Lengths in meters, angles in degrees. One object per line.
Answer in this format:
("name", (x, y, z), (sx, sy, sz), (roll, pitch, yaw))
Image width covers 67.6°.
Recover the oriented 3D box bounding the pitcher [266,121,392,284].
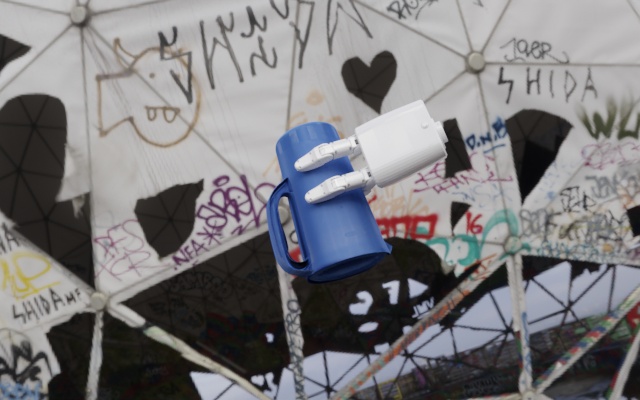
("pitcher", (0.000, 0.002, 0.753), (0.145, 0.242, 0.149), (-25, -21, 17))
